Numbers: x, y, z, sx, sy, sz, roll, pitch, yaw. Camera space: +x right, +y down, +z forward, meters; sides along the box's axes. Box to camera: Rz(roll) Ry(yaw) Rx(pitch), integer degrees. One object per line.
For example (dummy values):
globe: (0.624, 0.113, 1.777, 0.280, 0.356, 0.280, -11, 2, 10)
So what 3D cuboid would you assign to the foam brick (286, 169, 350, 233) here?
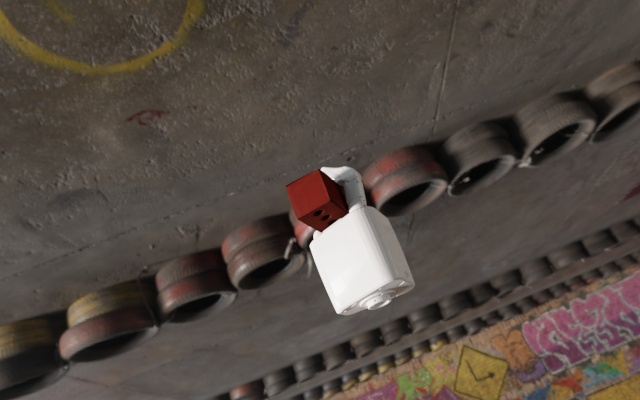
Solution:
foam brick: (0.000, 0.002, 0.636, 0.053, 0.051, 0.078, -28, -28, 17)
